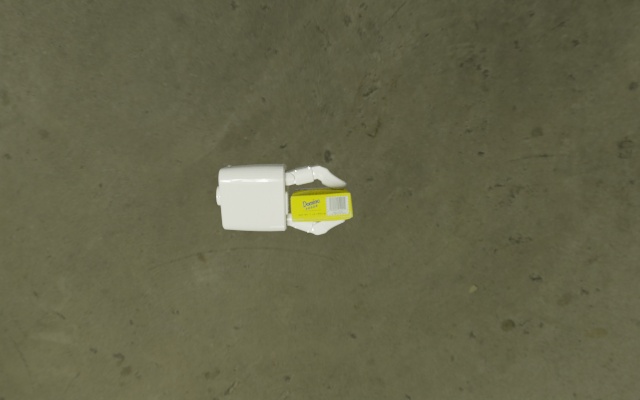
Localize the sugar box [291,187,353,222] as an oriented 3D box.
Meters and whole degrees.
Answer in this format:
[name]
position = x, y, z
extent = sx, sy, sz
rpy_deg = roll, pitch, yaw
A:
[sugar box]
position = 0.000, 0.002, 0.800
extent = 0.093, 0.048, 0.176
rpy_deg = -3, 7, -1
